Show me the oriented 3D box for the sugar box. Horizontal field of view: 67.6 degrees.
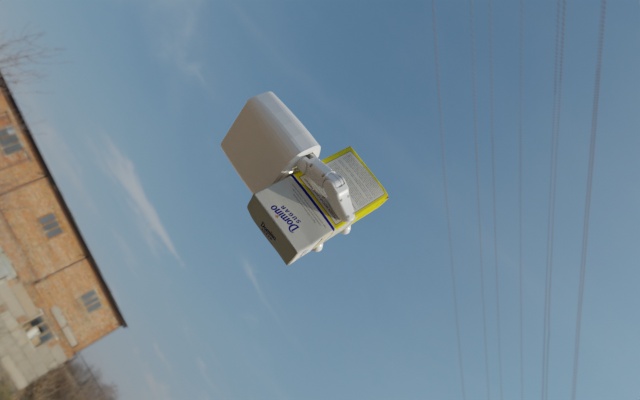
[{"bbox_3d":[0.000,0.002,0.627,0.176,0.093,0.048,-29,-14,-34],"label":"sugar box"}]
